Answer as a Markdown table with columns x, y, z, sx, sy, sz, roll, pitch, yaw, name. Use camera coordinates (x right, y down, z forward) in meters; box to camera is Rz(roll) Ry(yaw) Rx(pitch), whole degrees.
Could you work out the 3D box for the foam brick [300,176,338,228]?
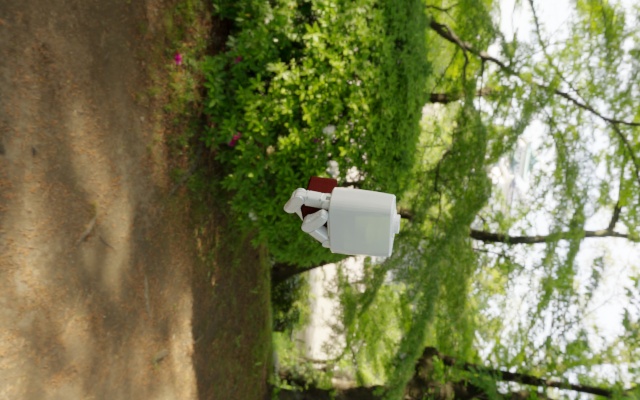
| x | y | z | sx | sy | sz | roll | pitch | yaw | name |
| --- | --- | --- | --- | --- | --- | --- | --- | --- | --- |
| 0.000 | 0.003 | 0.861 | 0.051 | 0.078 | 0.053 | 5 | -41 | 13 | foam brick |
